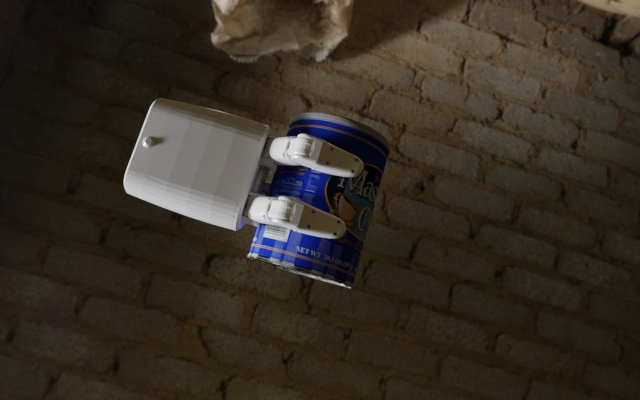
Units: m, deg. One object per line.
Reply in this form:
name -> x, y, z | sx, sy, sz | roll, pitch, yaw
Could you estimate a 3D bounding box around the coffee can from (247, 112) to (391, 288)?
coffee can -> 0.000, 0.001, 0.457 | 0.103, 0.140, 0.103 | 16, -11, 3
